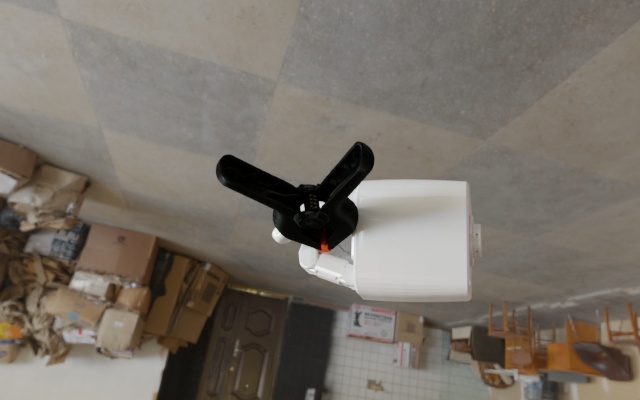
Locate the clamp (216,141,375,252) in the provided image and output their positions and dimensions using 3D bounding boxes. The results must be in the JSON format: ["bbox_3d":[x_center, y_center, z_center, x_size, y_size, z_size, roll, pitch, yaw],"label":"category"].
[{"bbox_3d":[0.000,0.002,0.416,0.120,0.039,0.171,-3,-24,19],"label":"clamp"}]
